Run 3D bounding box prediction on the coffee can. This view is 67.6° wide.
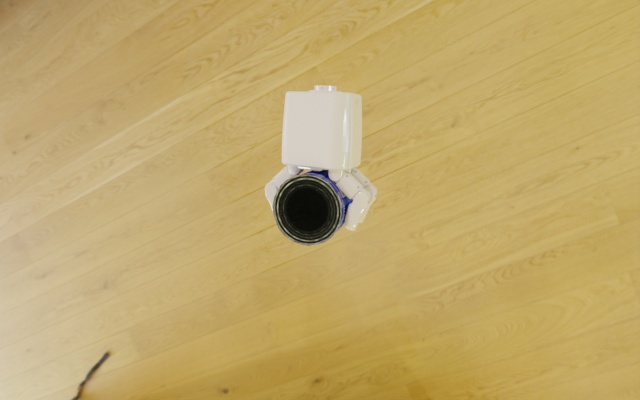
[{"bbox_3d":[0.000,0.003,0.730,0.103,0.103,0.140,0,10,16],"label":"coffee can"}]
